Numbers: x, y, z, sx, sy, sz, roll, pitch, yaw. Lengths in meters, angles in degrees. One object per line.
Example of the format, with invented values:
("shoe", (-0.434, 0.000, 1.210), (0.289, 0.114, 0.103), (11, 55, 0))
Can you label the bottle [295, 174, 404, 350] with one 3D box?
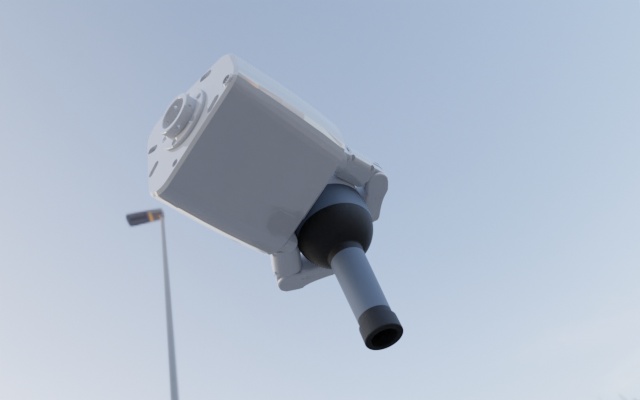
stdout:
("bottle", (0.000, 0.001, 0.422), (0.069, 0.069, 0.295), (0, 37, -21))
